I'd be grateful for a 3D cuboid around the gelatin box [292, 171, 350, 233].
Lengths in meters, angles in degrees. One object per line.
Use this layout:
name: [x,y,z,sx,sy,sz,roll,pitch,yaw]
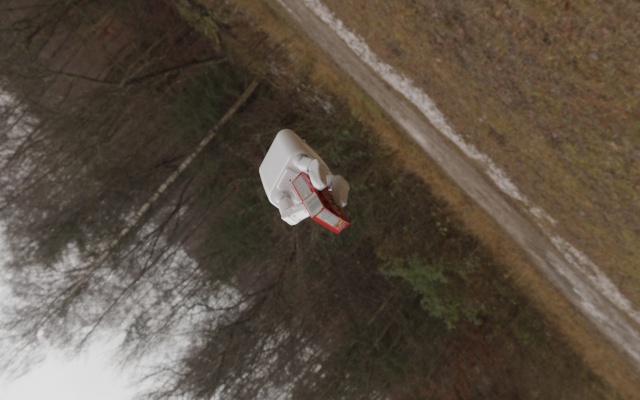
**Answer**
gelatin box: [0.000,0.003,0.759,0.030,0.089,0.073,-42,-42,13]
